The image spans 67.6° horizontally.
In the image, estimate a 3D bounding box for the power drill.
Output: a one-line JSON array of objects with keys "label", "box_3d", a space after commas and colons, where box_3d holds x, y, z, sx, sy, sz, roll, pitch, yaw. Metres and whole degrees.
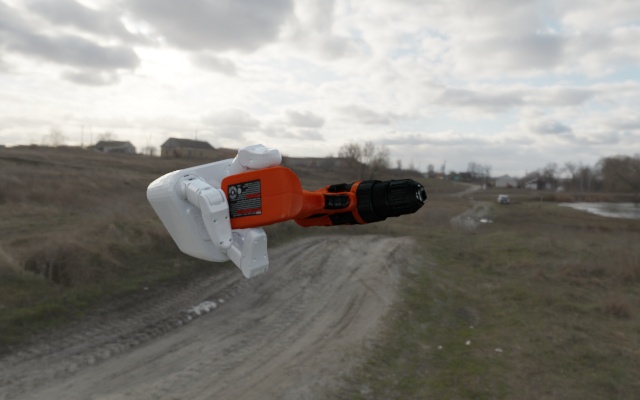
[{"label": "power drill", "box_3d": [0.000, 0.002, 0.528, 0.184, 0.057, 0.187, -11, -11, 38]}]
